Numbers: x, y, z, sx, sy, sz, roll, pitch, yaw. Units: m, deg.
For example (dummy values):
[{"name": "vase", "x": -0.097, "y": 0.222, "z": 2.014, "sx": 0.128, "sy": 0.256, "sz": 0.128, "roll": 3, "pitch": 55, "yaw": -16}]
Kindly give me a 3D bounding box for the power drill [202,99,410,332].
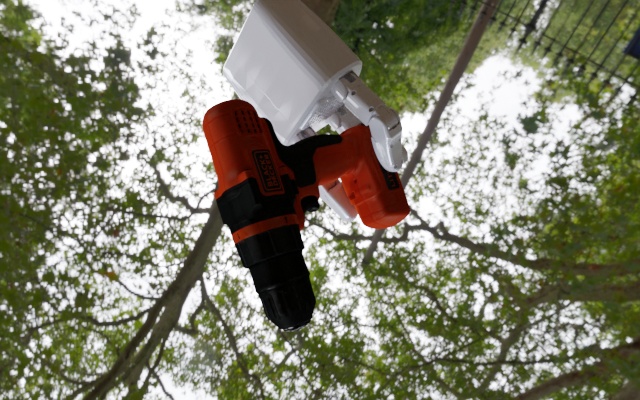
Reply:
[{"name": "power drill", "x": 0.000, "y": 0.001, "z": 0.416, "sx": 0.057, "sy": 0.184, "sz": 0.187, "roll": -25, "pitch": -10, "yaw": 41}]
